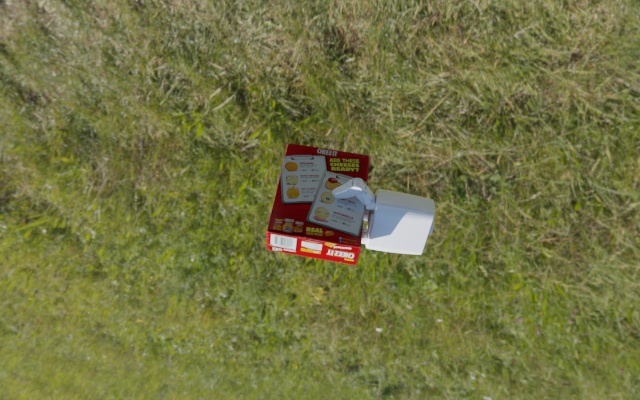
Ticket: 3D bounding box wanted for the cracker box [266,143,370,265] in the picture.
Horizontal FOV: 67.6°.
[{"bbox_3d":[0.000,0.003,0.885,0.164,0.213,0.072,9,-38,0],"label":"cracker box"}]
